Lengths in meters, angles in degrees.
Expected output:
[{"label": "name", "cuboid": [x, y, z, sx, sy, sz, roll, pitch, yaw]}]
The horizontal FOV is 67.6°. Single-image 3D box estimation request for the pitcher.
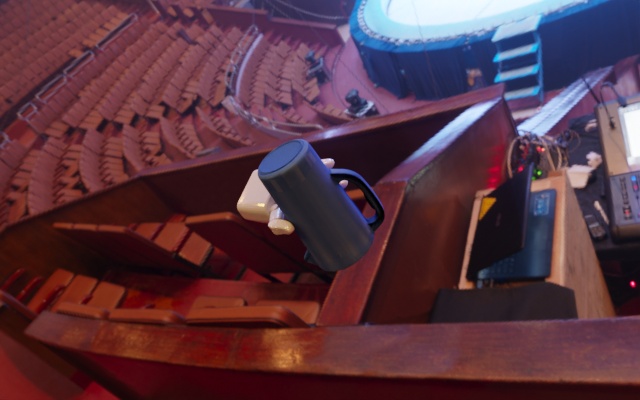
[{"label": "pitcher", "cuboid": [0.000, 0.003, 0.893, 0.145, 0.243, 0.149, 3, 47, 48]}]
